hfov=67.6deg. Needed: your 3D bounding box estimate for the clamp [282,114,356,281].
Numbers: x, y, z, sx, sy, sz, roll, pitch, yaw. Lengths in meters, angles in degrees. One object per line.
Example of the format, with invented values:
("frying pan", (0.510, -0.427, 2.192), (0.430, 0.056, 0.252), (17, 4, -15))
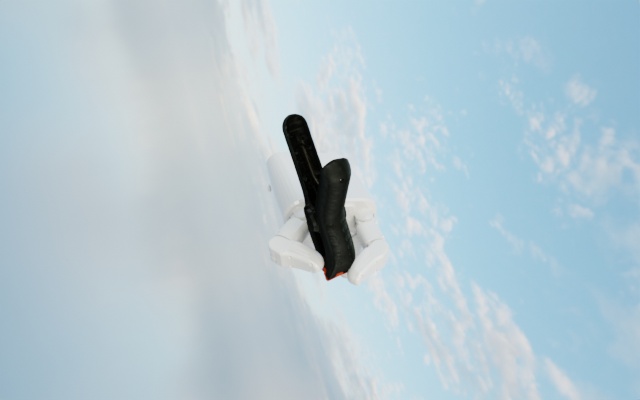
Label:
("clamp", (0.001, 0.002, 0.462), (0.039, 0.172, 0.120), (-14, 42, -11))
